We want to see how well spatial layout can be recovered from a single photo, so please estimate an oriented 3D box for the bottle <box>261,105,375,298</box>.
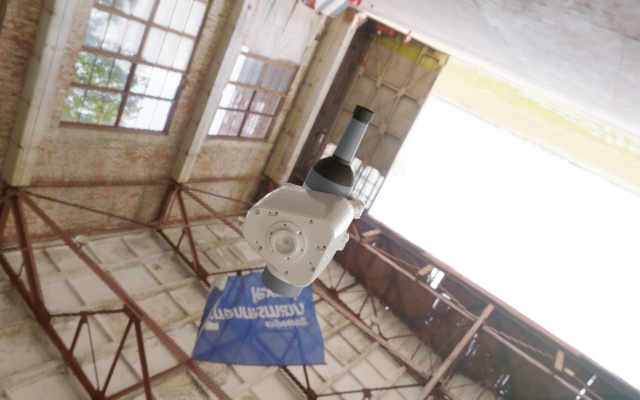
[{"bbox_3d":[0.000,0.002,0.690,0.069,0.296,0.069,23,18,-8],"label":"bottle"}]
